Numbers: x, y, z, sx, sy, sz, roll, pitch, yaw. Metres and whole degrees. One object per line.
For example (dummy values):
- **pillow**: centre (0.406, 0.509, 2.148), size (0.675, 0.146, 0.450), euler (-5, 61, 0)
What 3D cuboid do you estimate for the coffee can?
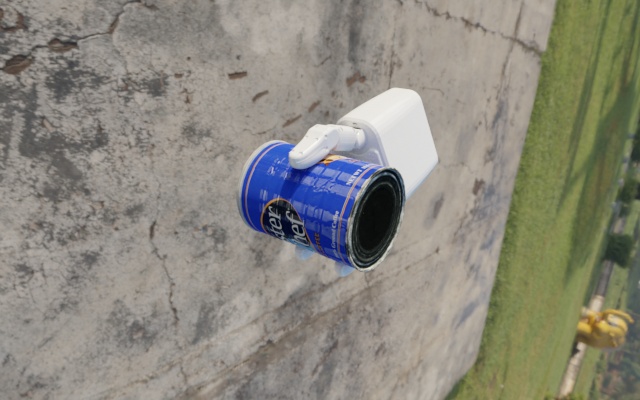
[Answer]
- **coffee can**: centre (0.000, 0.002, 0.485), size (0.140, 0.103, 0.103), euler (17, 10, 34)
